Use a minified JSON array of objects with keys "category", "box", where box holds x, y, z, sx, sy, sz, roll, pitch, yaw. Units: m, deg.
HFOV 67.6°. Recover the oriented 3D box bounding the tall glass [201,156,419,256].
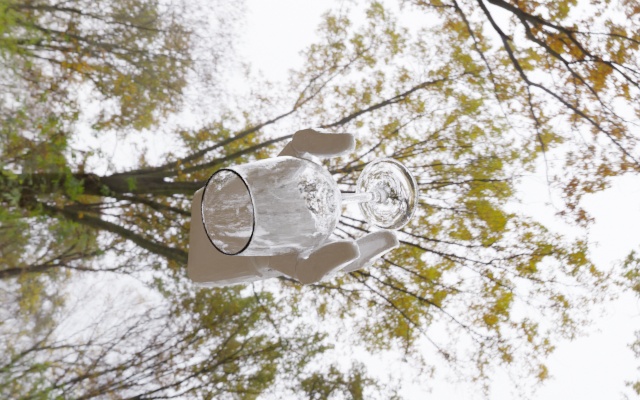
[{"category":"tall glass","box":[0.001,0.001,0.407,0.079,0.079,0.201,0,4,41]}]
